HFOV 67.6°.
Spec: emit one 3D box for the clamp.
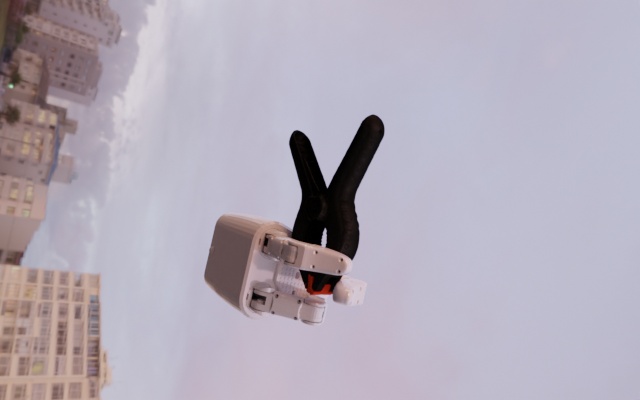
[{"bbox_3d":[0.001,0.002,0.464,0.039,0.171,0.120,14,-2,-36],"label":"clamp"}]
